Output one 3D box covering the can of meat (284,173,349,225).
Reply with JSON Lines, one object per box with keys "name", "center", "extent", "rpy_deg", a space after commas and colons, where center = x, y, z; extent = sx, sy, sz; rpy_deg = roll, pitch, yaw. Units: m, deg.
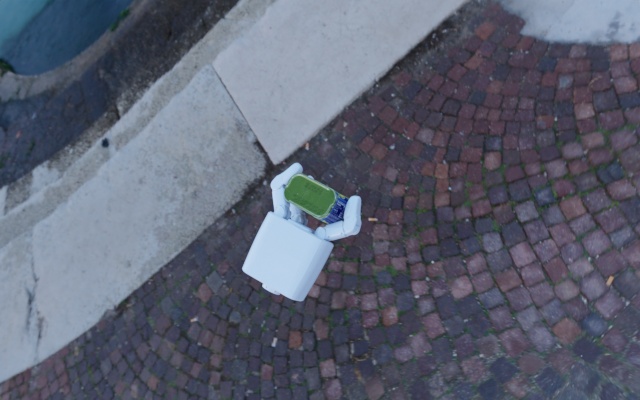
{"name": "can of meat", "center": [0.000, 0.002, 0.777], "extent": [0.102, 0.057, 0.084], "rpy_deg": [28, -1, 32]}
